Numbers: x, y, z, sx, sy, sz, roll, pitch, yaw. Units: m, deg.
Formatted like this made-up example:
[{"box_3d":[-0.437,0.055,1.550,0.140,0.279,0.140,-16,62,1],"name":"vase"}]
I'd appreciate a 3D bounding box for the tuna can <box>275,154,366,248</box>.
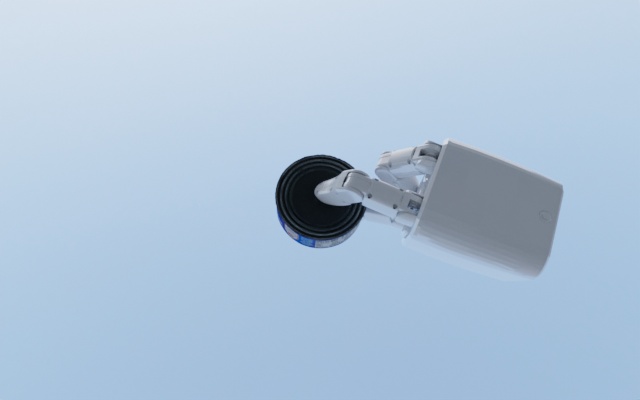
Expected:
[{"box_3d":[0.000,0.002,0.455,0.086,0.086,0.034,0,-22,-4],"name":"tuna can"}]
